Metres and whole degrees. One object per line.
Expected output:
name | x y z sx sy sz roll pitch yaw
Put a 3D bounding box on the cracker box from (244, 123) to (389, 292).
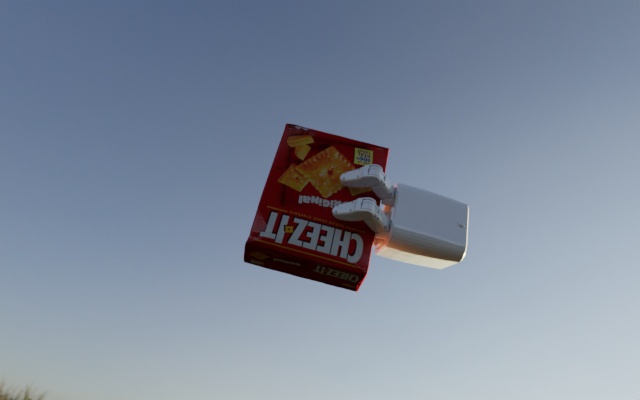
cracker box | 0.000 0.002 0.683 0.164 0.213 0.072 15 -33 -1
